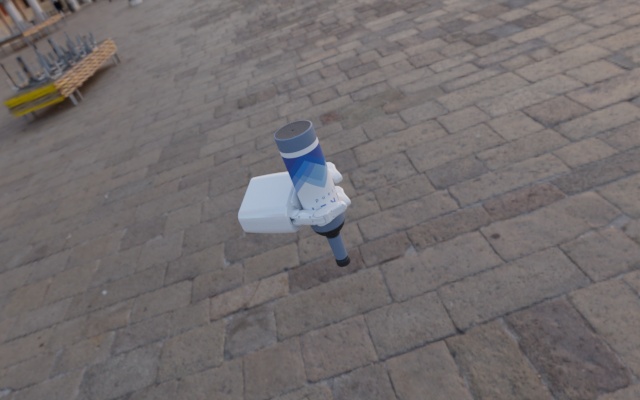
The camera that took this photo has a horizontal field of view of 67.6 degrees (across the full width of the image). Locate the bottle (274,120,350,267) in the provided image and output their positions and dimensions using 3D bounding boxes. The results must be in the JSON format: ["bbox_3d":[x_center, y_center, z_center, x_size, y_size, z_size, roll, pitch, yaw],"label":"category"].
[{"bbox_3d":[0.000,0.003,0.851,0.069,0.296,0.069,-15,32,10],"label":"bottle"}]
